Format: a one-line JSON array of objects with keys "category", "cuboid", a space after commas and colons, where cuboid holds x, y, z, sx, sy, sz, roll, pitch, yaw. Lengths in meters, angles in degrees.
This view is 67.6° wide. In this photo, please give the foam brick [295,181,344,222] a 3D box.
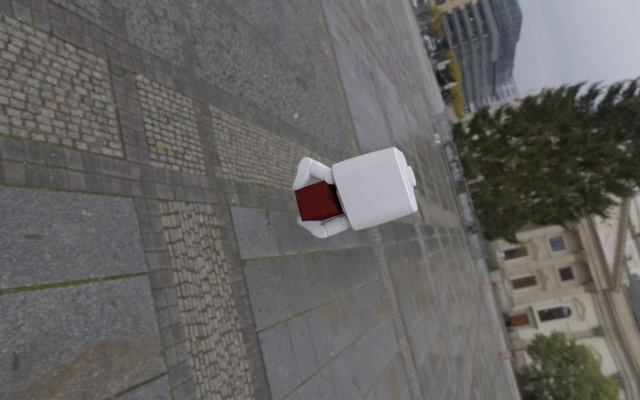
[{"category": "foam brick", "cuboid": [0.000, 0.003, 0.774, 0.051, 0.053, 0.078, -18, -7, 18]}]
